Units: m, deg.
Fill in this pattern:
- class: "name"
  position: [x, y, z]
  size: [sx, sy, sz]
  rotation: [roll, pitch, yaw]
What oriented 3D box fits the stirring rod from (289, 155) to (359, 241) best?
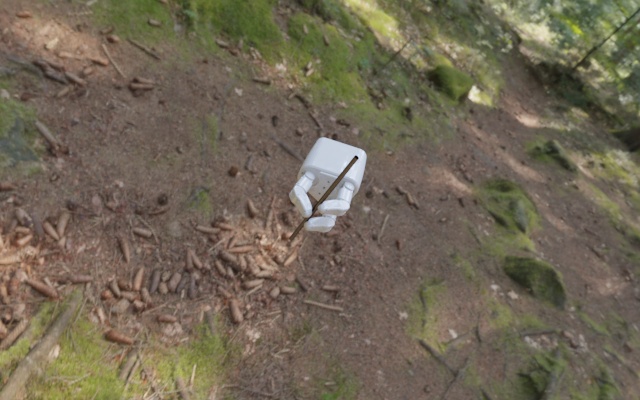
- class: "stirring rod"
  position: [0.000, 0.003, 0.819]
  size: [0.011, 0.011, 0.240]
  rotation: [0, -35, -35]
